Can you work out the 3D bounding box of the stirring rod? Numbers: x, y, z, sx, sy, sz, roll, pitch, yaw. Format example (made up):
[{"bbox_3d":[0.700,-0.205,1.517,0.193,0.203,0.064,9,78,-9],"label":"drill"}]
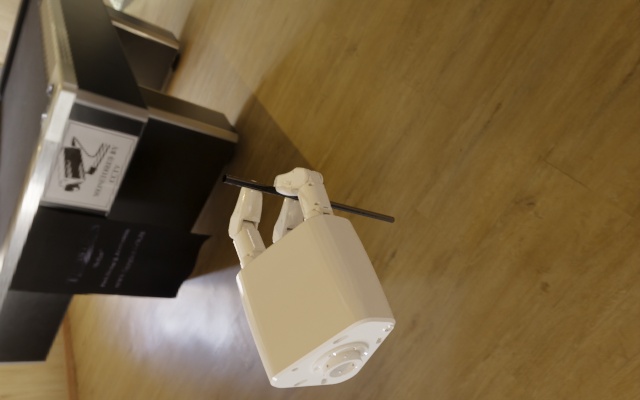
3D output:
[{"bbox_3d":[0.000,0.002,0.524,0.239,0.011,0.011,14,-9,-39],"label":"stirring rod"}]
